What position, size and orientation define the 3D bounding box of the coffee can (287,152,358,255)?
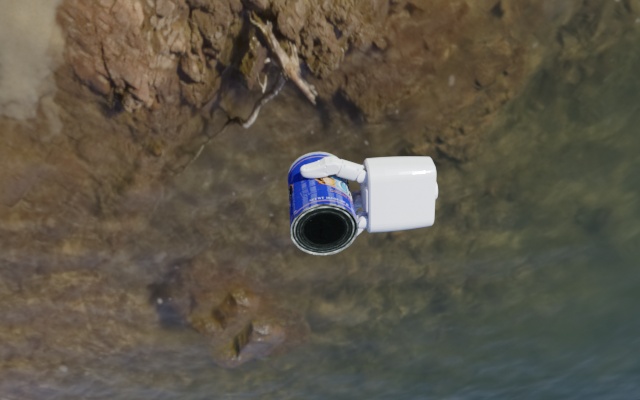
[{"bbox_3d":[0.000,0.002,0.765,0.103,0.103,0.140,0,39,-6],"label":"coffee can"}]
